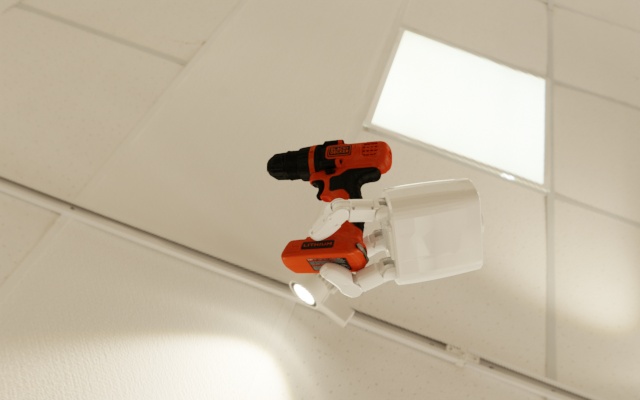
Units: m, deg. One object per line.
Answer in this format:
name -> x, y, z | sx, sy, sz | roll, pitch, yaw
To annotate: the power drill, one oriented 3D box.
power drill -> 0.000, 0.002, 0.639 | 0.184, 0.187, 0.057 | -5, -33, 21
